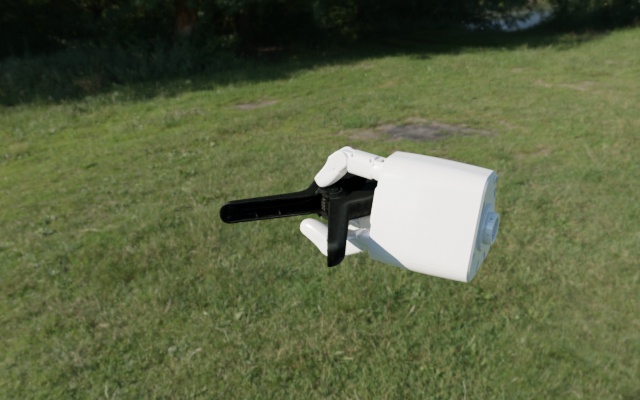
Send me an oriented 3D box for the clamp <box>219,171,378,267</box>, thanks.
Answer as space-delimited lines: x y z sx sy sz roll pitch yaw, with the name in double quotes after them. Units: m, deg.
0.001 0.001 0.557 0.164 0.036 0.210 15 29 29 "clamp"
